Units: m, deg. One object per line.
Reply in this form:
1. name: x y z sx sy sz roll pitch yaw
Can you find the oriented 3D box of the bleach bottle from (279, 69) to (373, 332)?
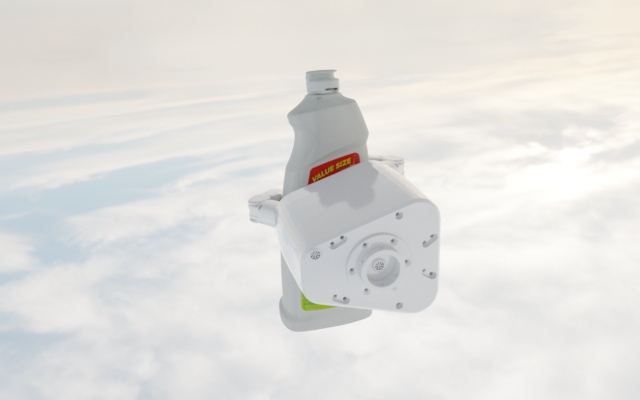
1. bleach bottle: 0.000 0.002 0.473 0.102 0.251 0.068 -7 19 -11
